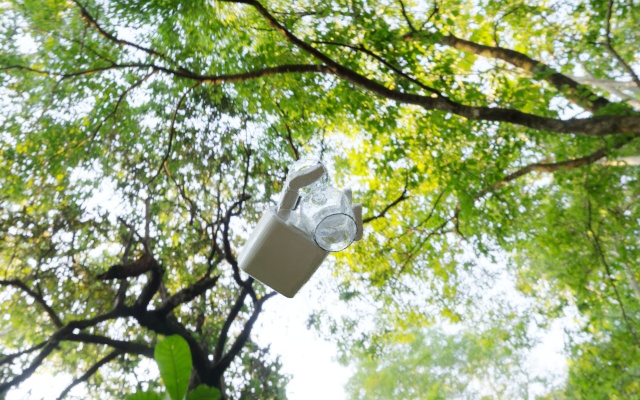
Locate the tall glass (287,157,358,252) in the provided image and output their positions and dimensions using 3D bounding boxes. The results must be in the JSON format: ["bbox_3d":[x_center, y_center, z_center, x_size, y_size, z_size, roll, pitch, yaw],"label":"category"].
[{"bbox_3d":[0.000,0.002,0.738,0.079,0.079,0.201,0,25,-14],"label":"tall glass"}]
